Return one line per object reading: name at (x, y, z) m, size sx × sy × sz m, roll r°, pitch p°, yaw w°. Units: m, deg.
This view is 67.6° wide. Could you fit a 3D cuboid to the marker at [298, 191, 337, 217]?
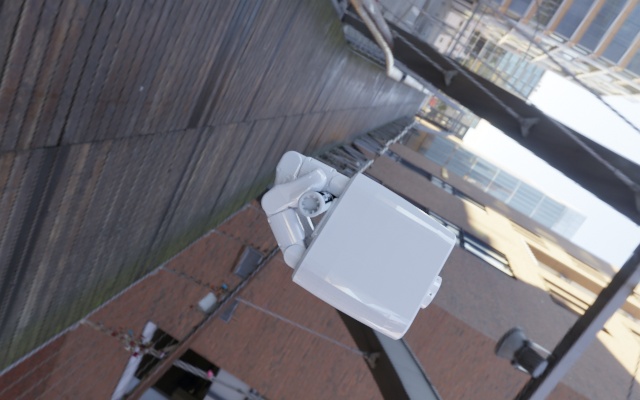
marker at (0.000, 0.001, 0.405) m, size 0.020 × 0.020 × 0.121 m, roll 0°, pitch 1°, yaw 7°
